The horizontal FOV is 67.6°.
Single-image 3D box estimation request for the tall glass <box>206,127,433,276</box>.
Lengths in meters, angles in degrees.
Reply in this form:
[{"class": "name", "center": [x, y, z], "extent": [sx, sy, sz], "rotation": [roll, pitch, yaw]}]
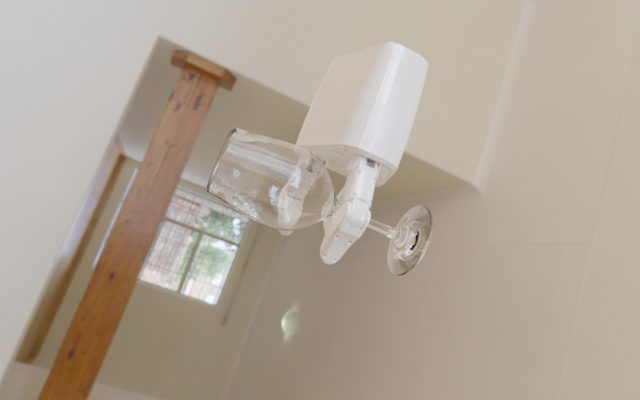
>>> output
[{"class": "tall glass", "center": [0.001, 0.002, 0.443], "extent": [0.201, 0.079, 0.079], "rotation": [23, -7, -16]}]
